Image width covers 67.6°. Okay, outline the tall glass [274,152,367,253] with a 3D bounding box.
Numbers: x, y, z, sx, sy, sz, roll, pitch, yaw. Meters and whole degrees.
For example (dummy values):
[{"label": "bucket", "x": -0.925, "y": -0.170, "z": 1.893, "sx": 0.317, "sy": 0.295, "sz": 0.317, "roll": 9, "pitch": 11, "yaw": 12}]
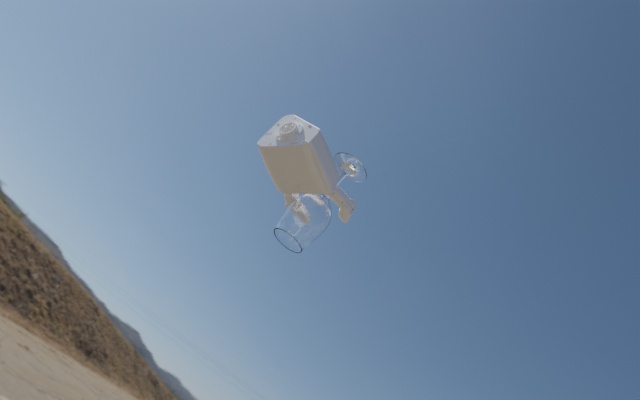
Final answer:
[{"label": "tall glass", "x": 0.001, "y": 0.003, "z": 0.870, "sx": 0.079, "sy": 0.079, "sz": 0.201, "roll": 0, "pitch": 43, "yaw": 51}]
